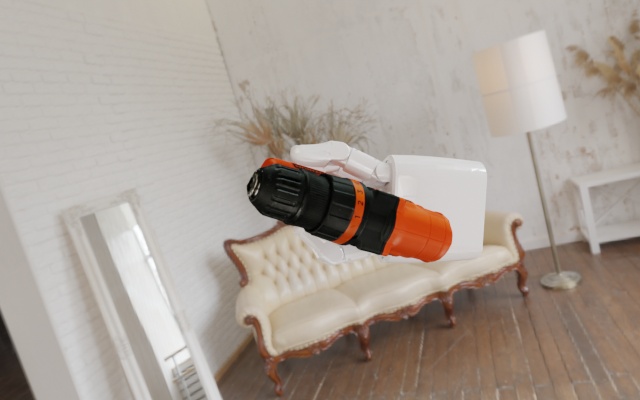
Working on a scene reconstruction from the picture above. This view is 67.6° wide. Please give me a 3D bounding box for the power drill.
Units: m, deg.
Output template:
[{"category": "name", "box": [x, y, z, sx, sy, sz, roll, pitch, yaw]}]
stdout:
[{"category": "power drill", "box": [0.000, 0.001, 0.441, 0.184, 0.057, 0.187, 19, 3, -27]}]
